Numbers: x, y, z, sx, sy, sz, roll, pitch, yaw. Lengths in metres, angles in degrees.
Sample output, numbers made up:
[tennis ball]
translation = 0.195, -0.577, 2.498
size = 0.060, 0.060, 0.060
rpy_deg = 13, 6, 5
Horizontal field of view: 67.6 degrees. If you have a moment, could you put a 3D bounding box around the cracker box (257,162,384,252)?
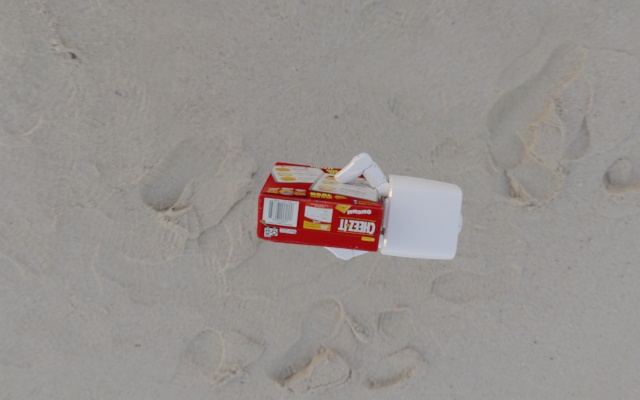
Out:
[cracker box]
translation = 0.000, 0.002, 0.717
size = 0.164, 0.072, 0.213
rpy_deg = 6, 16, -1
